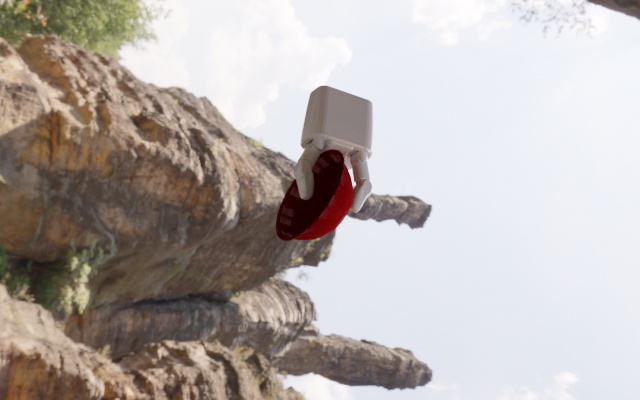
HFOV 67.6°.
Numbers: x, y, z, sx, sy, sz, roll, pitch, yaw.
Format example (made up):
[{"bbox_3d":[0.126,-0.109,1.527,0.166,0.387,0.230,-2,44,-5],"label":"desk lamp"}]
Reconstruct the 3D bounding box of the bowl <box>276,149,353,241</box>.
[{"bbox_3d":[0.000,0.004,0.741,0.055,0.162,0.162,34,-16,-25],"label":"bowl"}]
